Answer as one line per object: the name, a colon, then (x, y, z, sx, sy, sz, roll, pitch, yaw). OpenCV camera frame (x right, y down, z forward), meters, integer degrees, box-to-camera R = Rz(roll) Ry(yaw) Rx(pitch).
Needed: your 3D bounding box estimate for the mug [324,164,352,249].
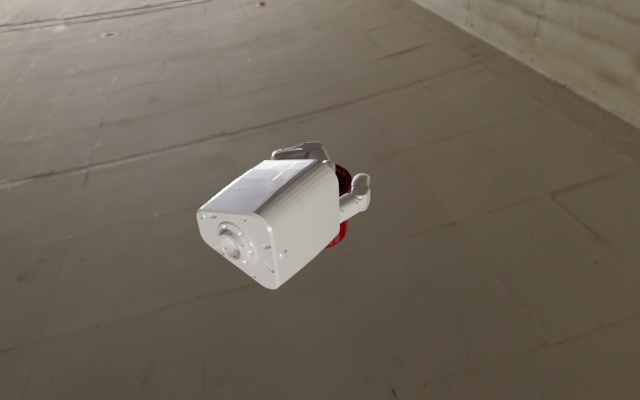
mug: (0.001, 0.001, 0.613, 0.093, 0.082, 0.117, 20, 40, 30)
